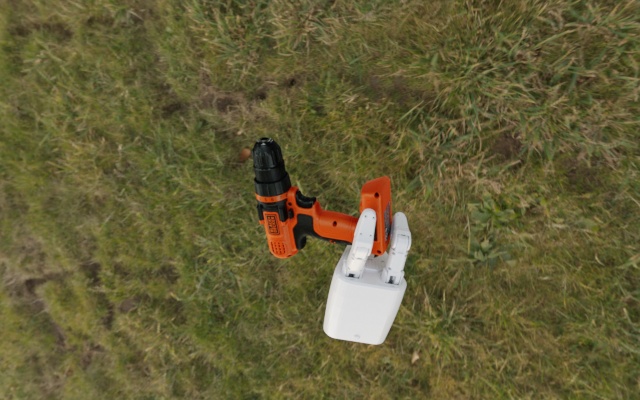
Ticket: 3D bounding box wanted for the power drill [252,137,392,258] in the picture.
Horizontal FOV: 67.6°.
[{"bbox_3d":[0.001,0.002,0.651,0.187,0.184,0.057,4,32,21],"label":"power drill"}]
